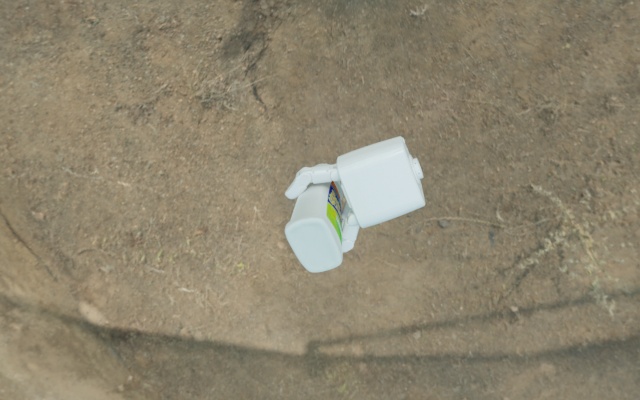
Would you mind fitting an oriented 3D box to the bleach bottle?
[{"bbox_3d":[0.000,0.003,0.794,0.068,0.103,0.250,-17,29,15],"label":"bleach bottle"}]
